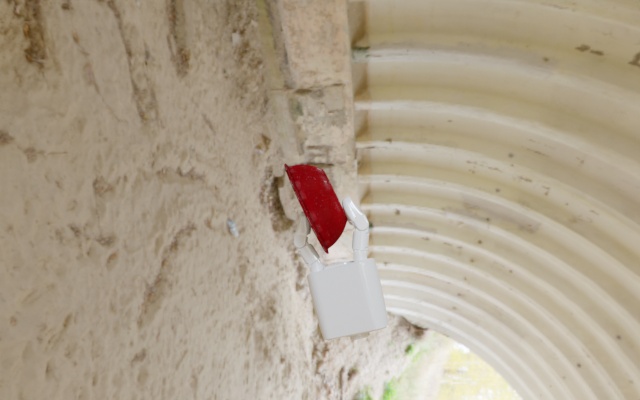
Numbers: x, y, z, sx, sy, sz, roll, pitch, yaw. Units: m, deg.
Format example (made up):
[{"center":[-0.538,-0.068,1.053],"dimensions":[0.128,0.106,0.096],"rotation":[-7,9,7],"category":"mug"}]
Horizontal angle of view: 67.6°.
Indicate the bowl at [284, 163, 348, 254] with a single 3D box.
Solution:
[{"center":[0.000,0.001,0.771],"dimensions":[0.055,0.162,0.162],"rotation":[-26,-1,1],"category":"bowl"}]
